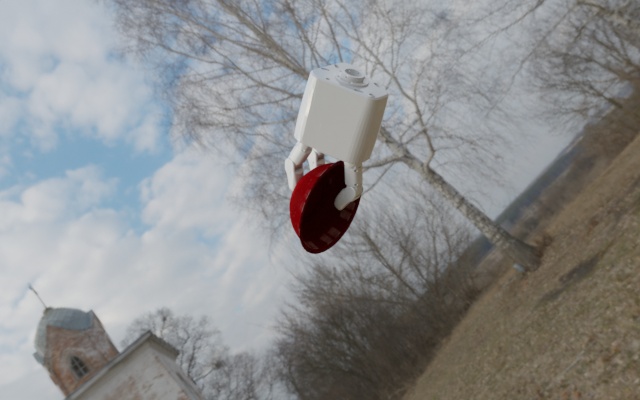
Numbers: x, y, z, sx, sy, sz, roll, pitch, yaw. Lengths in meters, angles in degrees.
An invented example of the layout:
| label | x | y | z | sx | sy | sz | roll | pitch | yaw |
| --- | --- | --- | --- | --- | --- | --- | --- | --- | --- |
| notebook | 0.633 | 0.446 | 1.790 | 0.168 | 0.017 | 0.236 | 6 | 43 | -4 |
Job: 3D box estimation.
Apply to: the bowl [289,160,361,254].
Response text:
| label | x | y | z | sx | sy | sz | roll | pitch | yaw |
| --- | --- | --- | --- | --- | --- | --- | --- | --- | --- |
| bowl | -0.001 | 0.004 | 0.774 | 0.055 | 0.162 | 0.162 | 24 | 13 | 32 |
